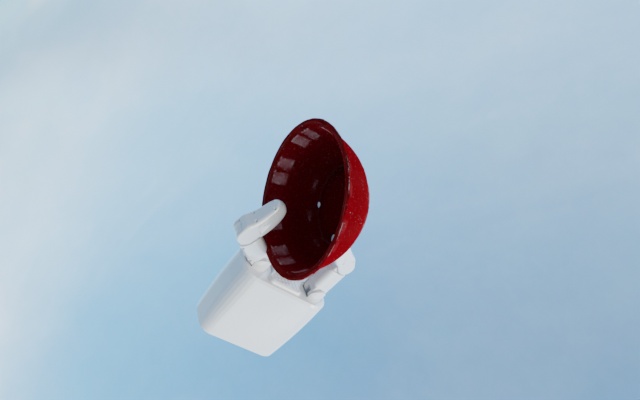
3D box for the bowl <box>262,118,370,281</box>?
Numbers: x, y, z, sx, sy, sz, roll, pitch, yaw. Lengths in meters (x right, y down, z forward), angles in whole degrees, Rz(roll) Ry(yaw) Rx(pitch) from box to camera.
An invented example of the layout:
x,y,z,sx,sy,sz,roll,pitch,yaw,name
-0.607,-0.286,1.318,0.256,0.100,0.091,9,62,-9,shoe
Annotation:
x,y,z,sx,sy,sz,roll,pitch,yaw,name
0.001,0.001,0.484,0.055,0.162,0.162,10,-5,-32,bowl
